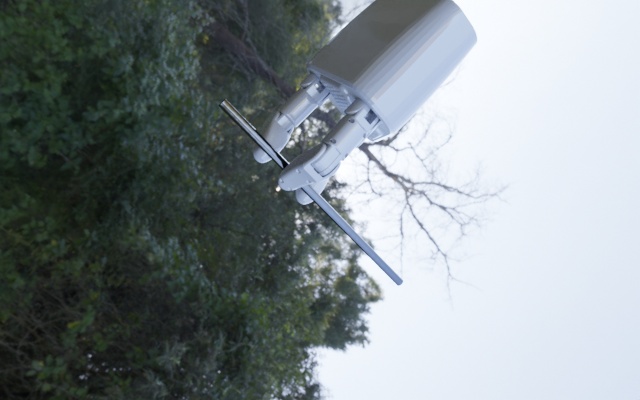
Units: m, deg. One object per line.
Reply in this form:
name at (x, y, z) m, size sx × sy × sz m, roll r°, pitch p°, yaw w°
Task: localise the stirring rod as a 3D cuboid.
stirring rod at (0.000, 0.001, 0.424) m, size 0.239 × 0.011 × 0.011 m, roll 45°, pitch -21°, yaw -22°
